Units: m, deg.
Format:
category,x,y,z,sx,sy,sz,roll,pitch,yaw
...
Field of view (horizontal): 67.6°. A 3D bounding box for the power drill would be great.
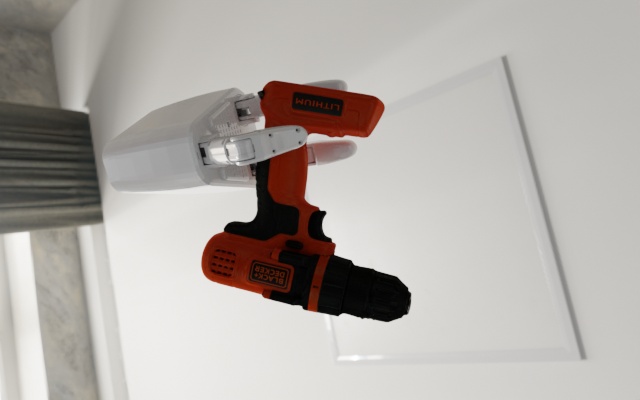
category,x,y,z,sx,sy,sz,roll,pitch,yaw
power drill,0.000,0.001,0.410,0.184,0.187,0.057,12,0,7
